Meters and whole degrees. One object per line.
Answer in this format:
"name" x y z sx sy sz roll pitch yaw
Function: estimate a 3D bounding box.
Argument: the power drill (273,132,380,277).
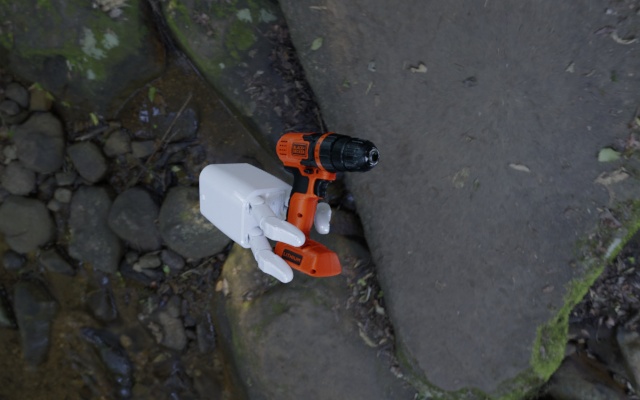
"power drill" 0.000 0.003 0.642 0.057 0.187 0.184 3 7 -38
